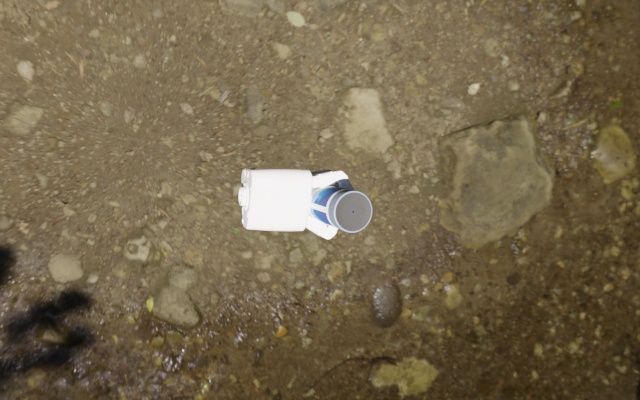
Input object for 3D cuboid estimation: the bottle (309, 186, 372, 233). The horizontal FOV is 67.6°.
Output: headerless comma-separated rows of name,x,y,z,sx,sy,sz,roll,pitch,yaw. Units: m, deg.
bottle,0.000,0.003,0.884,0.069,0.069,0.295,0,6,-21
